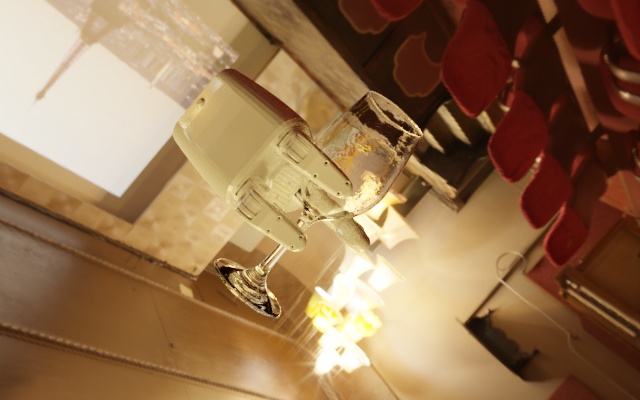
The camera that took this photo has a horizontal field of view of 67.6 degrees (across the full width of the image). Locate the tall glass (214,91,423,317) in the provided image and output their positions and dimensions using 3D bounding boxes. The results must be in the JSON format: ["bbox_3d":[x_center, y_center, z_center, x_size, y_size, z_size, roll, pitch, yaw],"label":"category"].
[{"bbox_3d":[0.000,0.002,0.416,0.079,0.201,0.079,41,4,-3],"label":"tall glass"}]
